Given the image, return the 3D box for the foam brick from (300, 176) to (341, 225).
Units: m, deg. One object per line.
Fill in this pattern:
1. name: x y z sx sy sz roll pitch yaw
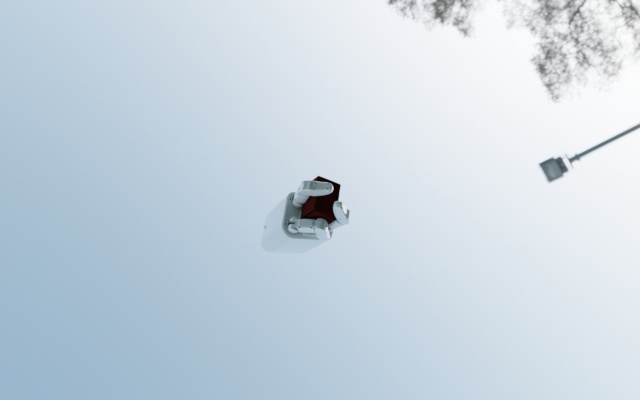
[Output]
1. foam brick: 0.000 0.003 0.900 0.053 0.078 0.051 23 -33 -23
